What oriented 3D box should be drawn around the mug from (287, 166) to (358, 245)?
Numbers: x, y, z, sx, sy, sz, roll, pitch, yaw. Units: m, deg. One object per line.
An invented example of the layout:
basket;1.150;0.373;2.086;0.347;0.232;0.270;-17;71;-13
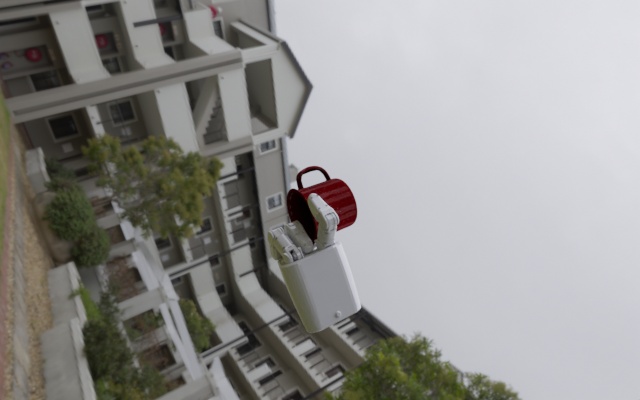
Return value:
mug;0.000;0.001;0.750;0.081;0.117;0.093;-20;3;-25
